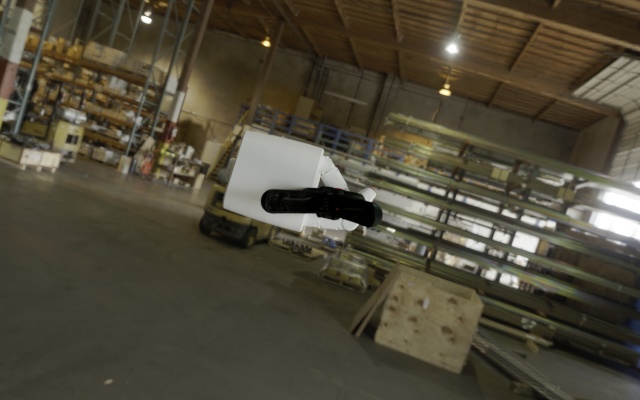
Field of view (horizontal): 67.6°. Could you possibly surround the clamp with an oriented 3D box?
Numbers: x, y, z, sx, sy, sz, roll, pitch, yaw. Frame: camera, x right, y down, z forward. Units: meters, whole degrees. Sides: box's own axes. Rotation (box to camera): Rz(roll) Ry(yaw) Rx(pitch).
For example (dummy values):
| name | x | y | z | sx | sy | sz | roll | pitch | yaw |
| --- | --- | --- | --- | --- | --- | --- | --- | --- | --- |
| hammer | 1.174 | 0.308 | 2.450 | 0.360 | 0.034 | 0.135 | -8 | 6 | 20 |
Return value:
| name | x | y | z | sx | sy | sz | roll | pitch | yaw |
| --- | --- | --- | --- | --- | --- | --- | --- | --- | --- |
| clamp | 0.000 | 0.001 | 0.534 | 0.120 | 0.039 | 0.171 | 13 | 2 | -1 |
